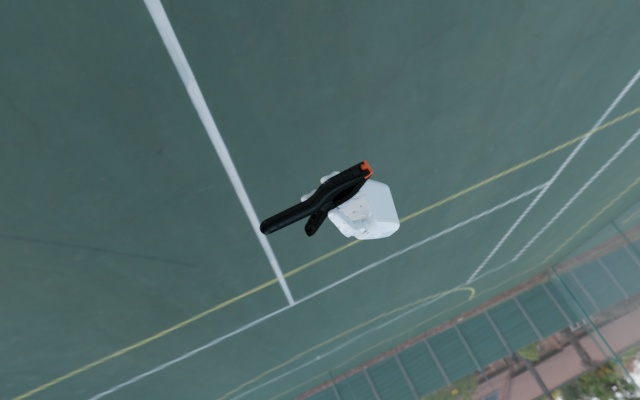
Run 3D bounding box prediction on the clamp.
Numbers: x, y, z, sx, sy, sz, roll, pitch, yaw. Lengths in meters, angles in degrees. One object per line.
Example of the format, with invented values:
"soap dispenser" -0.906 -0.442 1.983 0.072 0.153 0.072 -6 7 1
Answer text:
"clamp" 0.001 0.003 0.836 0.210 0.036 0.164 -41 -22 27
